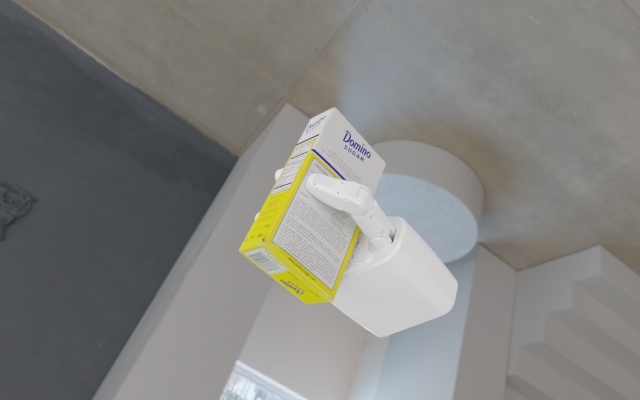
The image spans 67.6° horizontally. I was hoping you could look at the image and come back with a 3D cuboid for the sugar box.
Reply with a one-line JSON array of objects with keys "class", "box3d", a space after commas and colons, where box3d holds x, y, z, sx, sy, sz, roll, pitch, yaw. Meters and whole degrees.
[{"class": "sugar box", "box3d": [0.000, 0.002, 0.473, 0.048, 0.176, 0.093, -19, -54, 44]}]
